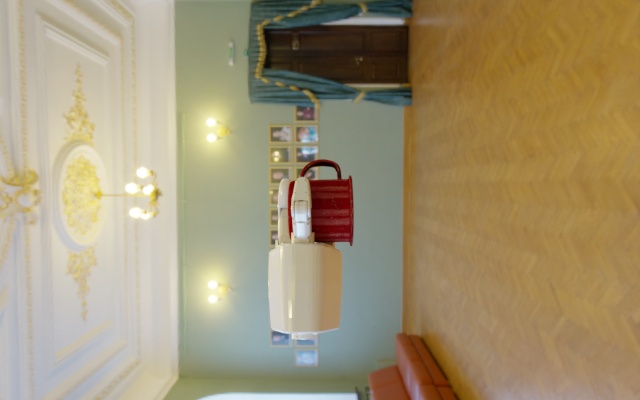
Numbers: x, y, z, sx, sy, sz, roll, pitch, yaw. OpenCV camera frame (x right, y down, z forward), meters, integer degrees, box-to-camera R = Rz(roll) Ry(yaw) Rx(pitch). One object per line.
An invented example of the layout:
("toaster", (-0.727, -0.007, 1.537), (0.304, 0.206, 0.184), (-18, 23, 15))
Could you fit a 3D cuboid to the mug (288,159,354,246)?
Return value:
("mug", (0.000, 0.001, 0.627), (0.081, 0.117, 0.093), (-1, -12, 1))
